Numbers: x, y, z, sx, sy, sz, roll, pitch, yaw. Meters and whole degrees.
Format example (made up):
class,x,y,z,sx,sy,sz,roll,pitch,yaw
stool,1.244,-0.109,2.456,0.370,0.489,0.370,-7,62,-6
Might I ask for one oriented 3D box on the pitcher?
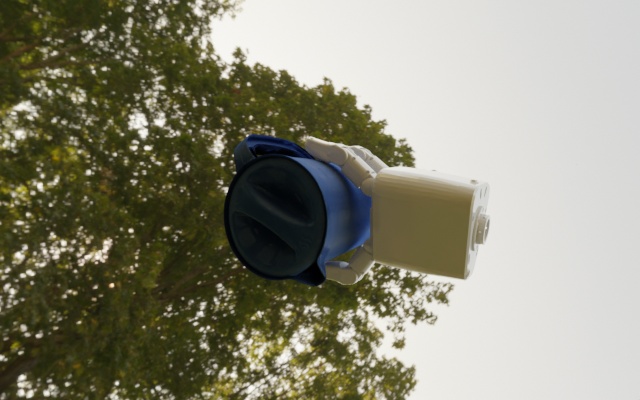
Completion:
class,x,y,z,sx,sy,sz,roll,pitch,yaw
pitcher,0.000,0.002,0.599,0.145,0.149,0.243,11,9,28
